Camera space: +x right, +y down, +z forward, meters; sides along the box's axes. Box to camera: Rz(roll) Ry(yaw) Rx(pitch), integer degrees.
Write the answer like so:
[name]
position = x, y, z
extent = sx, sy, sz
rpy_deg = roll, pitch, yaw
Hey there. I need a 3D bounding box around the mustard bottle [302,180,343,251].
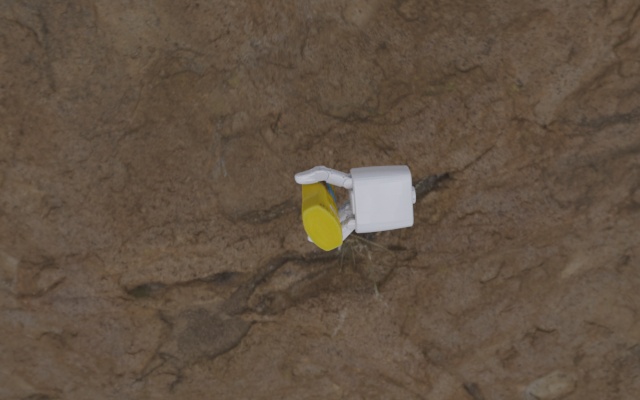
[mustard bottle]
position = 0.000, 0.003, 0.887
extent = 0.058, 0.096, 0.191
rpy_deg = -27, 27, 12
